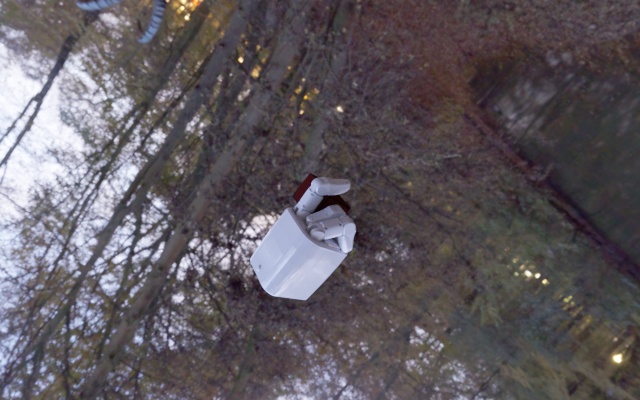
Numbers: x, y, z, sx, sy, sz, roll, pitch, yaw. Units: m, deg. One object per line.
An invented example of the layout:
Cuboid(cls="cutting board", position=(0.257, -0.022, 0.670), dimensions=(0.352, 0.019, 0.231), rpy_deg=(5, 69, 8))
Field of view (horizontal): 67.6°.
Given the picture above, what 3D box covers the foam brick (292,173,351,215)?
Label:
Cuboid(cls="foam brick", position=(0.000, 0.002, 0.764), dimensions=(0.053, 0.051, 0.078), rpy_deg=(30, 14, -37))
